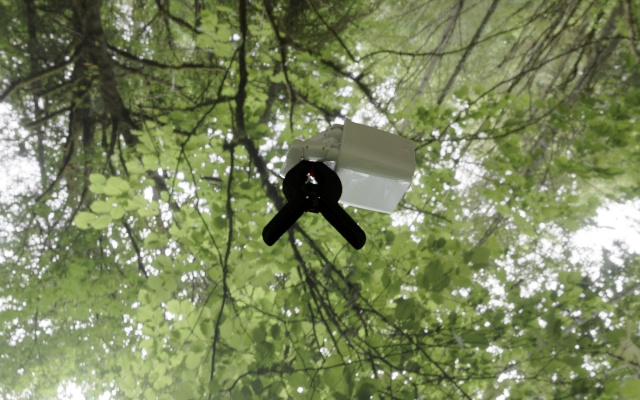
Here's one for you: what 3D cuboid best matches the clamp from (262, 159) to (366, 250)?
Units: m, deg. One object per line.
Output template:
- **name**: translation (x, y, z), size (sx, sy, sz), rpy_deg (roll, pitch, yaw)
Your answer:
- **clamp**: translation (0.000, 0.002, 0.605), size (0.120, 0.039, 0.171), rpy_deg (13, 41, -3)
